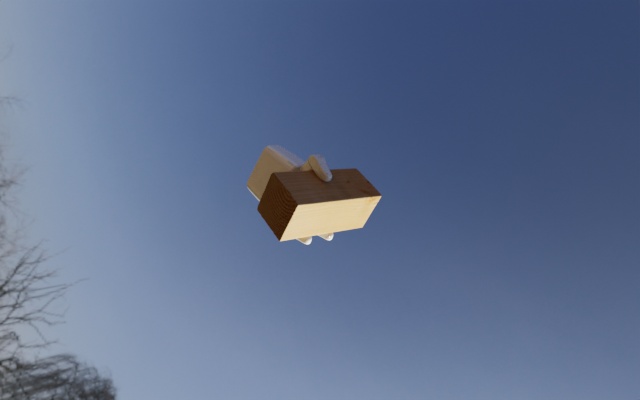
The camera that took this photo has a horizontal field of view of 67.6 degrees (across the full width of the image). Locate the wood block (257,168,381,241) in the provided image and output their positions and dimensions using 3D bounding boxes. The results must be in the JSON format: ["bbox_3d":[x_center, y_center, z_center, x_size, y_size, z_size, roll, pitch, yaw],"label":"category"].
[{"bbox_3d":[0.000,0.002,0.894,0.206,0.091,0.090,-7,45,-41],"label":"wood block"}]
